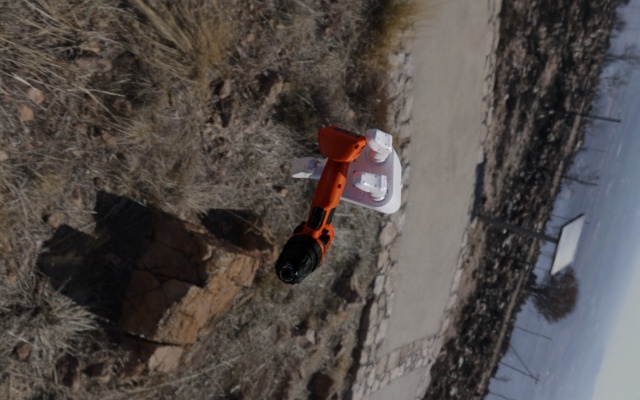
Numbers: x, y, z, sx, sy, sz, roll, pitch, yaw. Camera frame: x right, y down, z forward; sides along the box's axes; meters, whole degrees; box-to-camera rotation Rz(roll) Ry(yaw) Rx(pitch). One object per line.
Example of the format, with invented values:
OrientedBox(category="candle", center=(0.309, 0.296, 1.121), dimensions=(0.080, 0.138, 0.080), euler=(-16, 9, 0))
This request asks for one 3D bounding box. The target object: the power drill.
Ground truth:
OrientedBox(category="power drill", center=(0.000, 0.002, 0.612), dimensions=(0.057, 0.188, 0.184), euler=(21, 16, 5))
